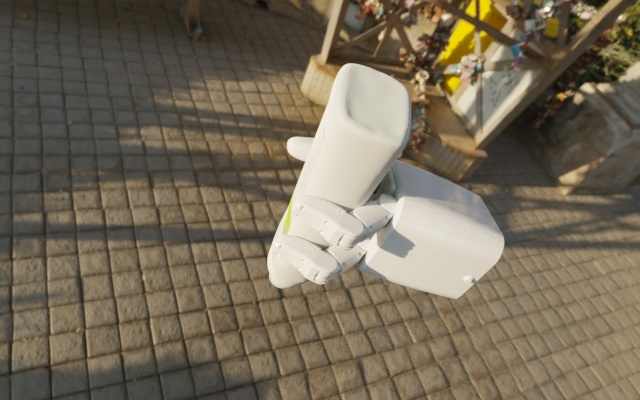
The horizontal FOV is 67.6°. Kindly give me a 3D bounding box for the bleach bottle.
[{"bbox_3d":[0.000,0.002,0.462,0.068,0.102,0.251,20,-46,-9],"label":"bleach bottle"}]
